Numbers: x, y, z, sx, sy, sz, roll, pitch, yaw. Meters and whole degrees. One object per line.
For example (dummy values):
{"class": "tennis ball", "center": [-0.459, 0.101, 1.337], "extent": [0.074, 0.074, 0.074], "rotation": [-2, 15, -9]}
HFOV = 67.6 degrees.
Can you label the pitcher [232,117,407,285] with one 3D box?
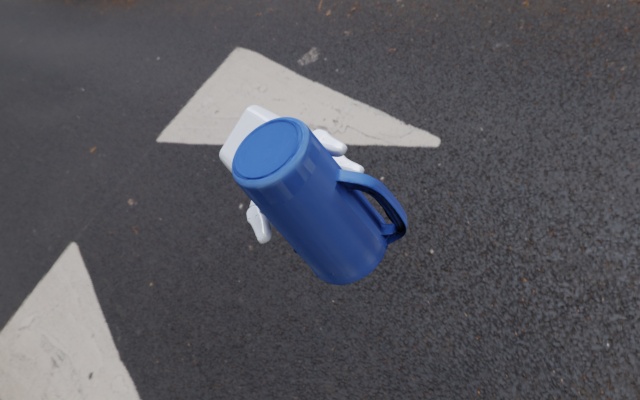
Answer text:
{"class": "pitcher", "center": [0.000, 0.002, 0.639], "extent": [0.145, 0.149, 0.243], "rotation": [41, -7, 44]}
